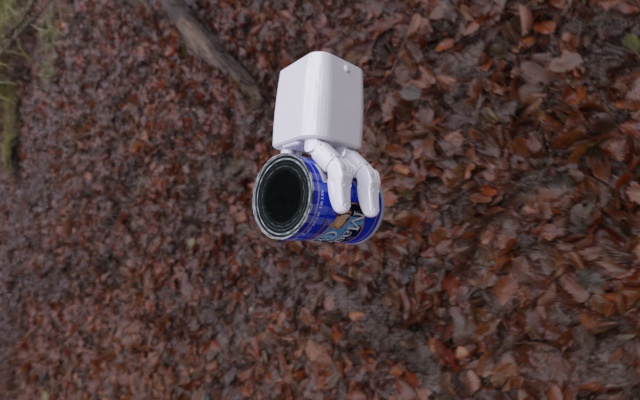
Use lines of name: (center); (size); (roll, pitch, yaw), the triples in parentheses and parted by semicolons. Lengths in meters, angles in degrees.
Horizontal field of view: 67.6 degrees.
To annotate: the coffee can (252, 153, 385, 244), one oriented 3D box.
coffee can: (0.000, 0.002, 0.607); (0.103, 0.103, 0.140); (0, -6, 42)
